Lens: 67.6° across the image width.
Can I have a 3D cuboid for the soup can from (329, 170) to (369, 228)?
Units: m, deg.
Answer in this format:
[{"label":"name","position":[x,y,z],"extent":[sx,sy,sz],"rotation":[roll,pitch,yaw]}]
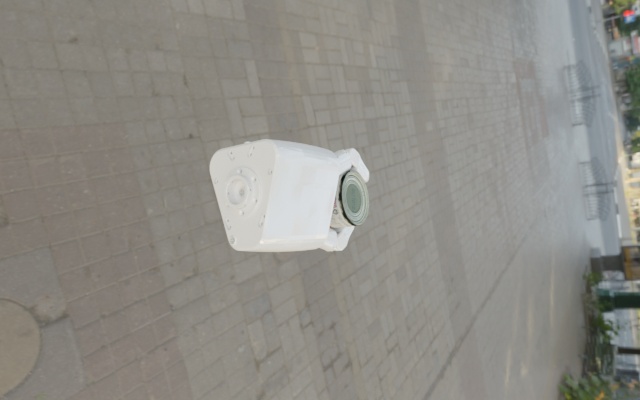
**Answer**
[{"label":"soup can","position":[0.001,0.002,0.590],"extent":[0.102,0.068,0.068],"rotation":[-7,-4,33]}]
